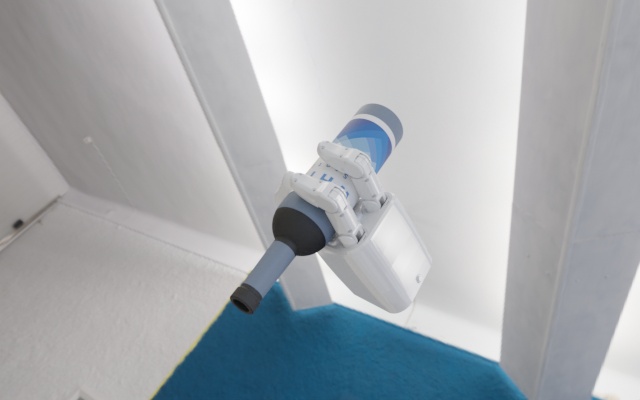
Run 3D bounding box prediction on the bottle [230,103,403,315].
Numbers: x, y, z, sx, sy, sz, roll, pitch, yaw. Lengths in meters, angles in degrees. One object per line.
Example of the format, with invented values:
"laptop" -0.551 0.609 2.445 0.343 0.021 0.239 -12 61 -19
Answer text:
"bottle" 0.000 0.002 0.531 0.069 0.069 0.295 0 42 44
